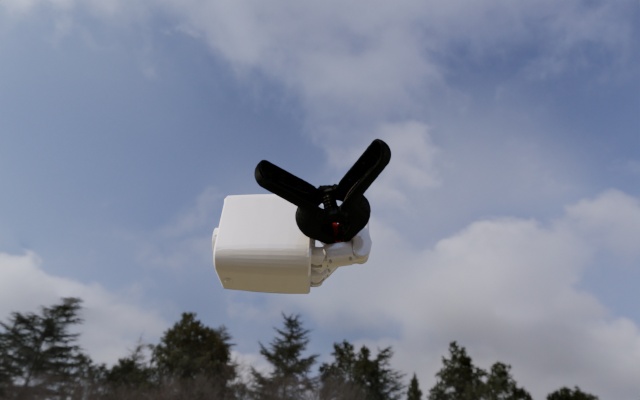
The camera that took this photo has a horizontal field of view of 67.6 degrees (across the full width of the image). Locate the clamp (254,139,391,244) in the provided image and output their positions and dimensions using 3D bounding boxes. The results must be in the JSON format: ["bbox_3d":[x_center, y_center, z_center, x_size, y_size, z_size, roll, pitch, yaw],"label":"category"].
[{"bbox_3d":[0.000,0.001,0.476,0.120,0.039,0.172,-1,-33,-2],"label":"clamp"}]
